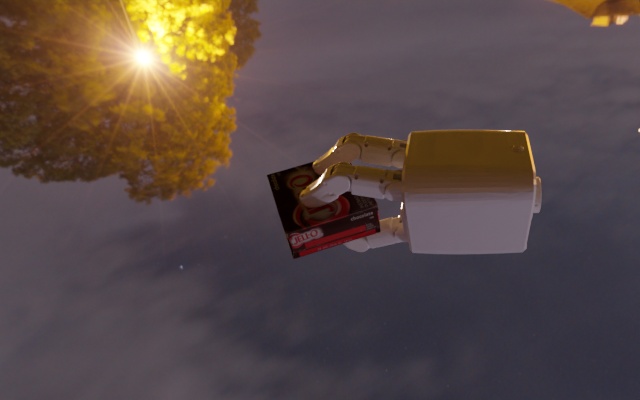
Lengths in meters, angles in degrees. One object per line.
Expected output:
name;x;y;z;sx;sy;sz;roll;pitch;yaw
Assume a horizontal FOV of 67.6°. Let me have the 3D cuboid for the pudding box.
pudding box;0.000;0.002;0.485;0.090;0.039;0.113;-16;33;-7
